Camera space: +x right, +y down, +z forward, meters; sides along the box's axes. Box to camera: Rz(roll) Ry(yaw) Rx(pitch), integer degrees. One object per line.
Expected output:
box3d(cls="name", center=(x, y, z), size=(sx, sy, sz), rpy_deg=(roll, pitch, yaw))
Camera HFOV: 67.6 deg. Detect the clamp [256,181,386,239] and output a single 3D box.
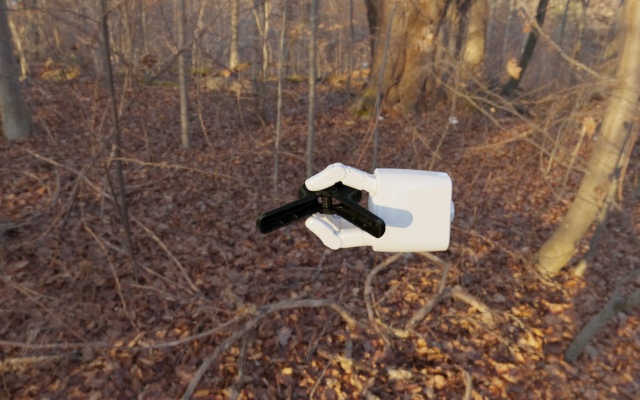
box3d(cls="clamp", center=(0.000, 0.001, 0.683), size=(0.164, 0.036, 0.210), rpy_deg=(0, 21, 0))
